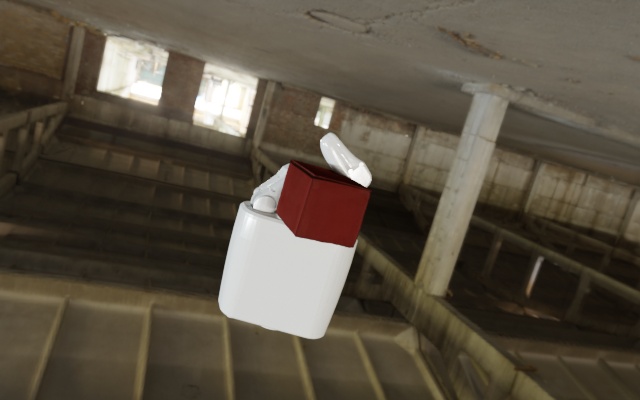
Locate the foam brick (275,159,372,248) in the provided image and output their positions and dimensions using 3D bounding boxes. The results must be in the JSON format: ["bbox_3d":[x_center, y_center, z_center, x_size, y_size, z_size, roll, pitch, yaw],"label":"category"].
[{"bbox_3d":[0.000,0.001,0.407,0.053,0.051,0.078,14,9,-20],"label":"foam brick"}]
